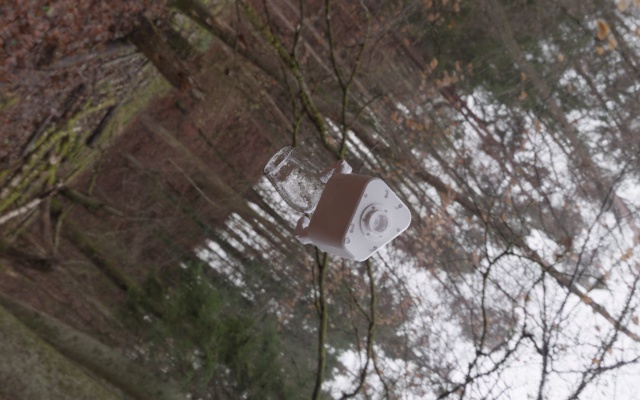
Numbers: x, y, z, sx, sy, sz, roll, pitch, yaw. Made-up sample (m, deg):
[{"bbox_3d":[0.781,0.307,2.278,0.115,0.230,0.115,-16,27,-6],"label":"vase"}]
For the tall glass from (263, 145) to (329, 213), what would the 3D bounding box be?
[{"bbox_3d":[0.000,0.003,0.759,0.201,0.079,0.079,45,-20,-22],"label":"tall glass"}]
